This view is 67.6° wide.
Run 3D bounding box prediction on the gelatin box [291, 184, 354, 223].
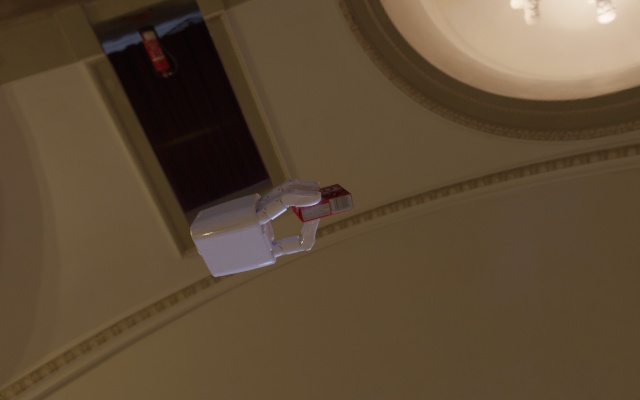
[{"bbox_3d":[0.001,0.003,0.776,0.089,0.030,0.073,-15,17,-11],"label":"gelatin box"}]
